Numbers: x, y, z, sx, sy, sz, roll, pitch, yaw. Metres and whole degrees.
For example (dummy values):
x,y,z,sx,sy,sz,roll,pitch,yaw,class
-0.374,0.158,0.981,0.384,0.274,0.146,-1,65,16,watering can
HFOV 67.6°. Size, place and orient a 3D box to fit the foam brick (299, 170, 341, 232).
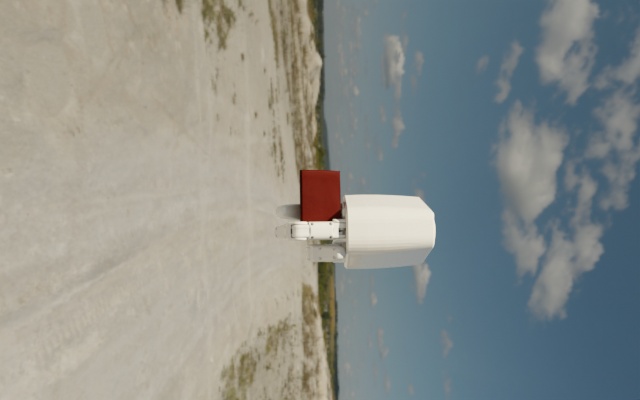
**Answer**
x,y,z,sx,sy,sz,roll,pitch,yaw,class
0.000,0.002,0.616,0.051,0.078,0.053,-1,-5,1,foam brick
